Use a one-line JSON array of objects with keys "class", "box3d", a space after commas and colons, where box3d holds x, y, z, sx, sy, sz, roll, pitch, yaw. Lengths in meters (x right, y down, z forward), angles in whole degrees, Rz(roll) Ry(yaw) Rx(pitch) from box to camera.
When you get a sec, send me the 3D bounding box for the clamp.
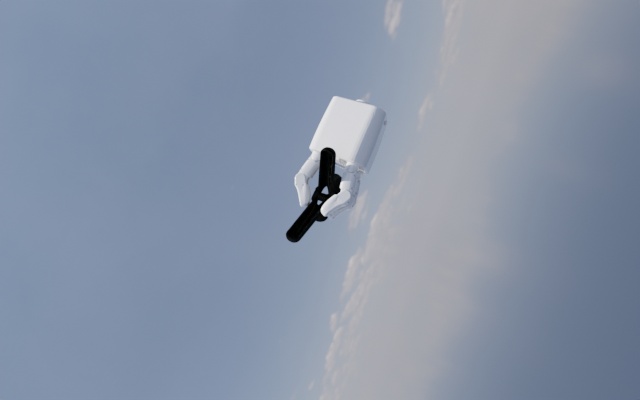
[{"class": "clamp", "box3d": [0.000, 0.002, 0.852, 0.036, 0.164, 0.210, 25, -3, 13]}]
